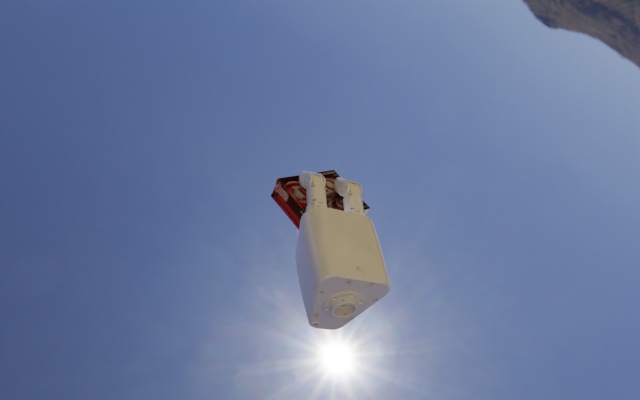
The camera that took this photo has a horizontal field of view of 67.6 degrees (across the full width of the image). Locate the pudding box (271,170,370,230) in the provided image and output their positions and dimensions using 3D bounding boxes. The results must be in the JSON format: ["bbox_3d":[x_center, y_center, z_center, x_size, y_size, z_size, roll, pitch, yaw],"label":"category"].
[{"bbox_3d":[0.000,0.002,0.677,0.113,0.039,0.090,-10,49,-44],"label":"pudding box"}]
